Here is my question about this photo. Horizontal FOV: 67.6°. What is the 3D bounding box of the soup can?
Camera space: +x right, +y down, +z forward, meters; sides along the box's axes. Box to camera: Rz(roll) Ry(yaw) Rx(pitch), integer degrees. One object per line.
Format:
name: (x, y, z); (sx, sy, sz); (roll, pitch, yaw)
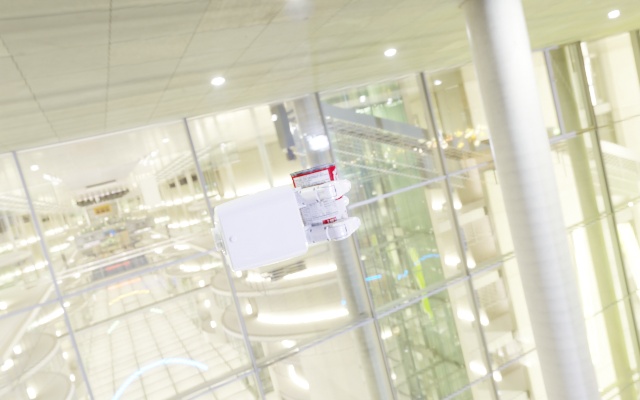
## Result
soup can: (0.001, 0.002, 0.690); (0.068, 0.102, 0.068); (-14, 5, 1)
